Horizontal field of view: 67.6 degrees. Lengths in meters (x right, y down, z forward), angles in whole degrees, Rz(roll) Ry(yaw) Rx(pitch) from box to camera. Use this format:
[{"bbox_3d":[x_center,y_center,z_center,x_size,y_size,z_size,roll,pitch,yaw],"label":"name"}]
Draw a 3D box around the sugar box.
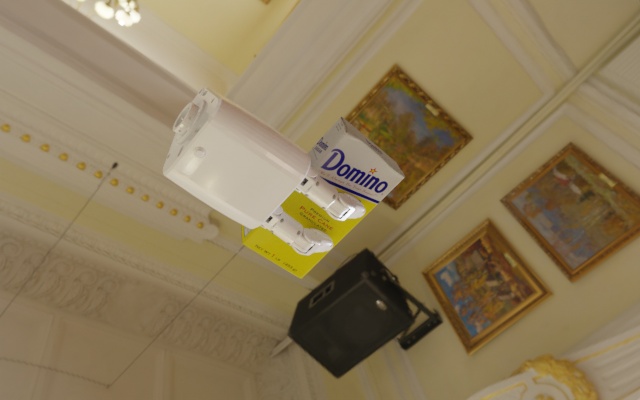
[{"bbox_3d":[0.000,0.002,0.543,0.093,0.176,0.048,34,21,-27],"label":"sugar box"}]
